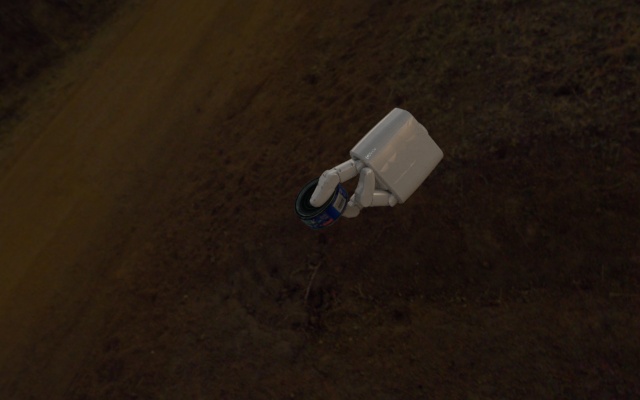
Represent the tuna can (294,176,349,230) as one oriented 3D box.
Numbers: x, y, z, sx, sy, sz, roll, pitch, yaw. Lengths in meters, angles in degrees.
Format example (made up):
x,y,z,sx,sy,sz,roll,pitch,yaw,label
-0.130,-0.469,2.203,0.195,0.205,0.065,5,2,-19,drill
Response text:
x,y,z,sx,sy,sz,roll,pitch,yaw,label
0.000,0.002,0.766,0.086,0.086,0.034,0,-34,43,tuna can
